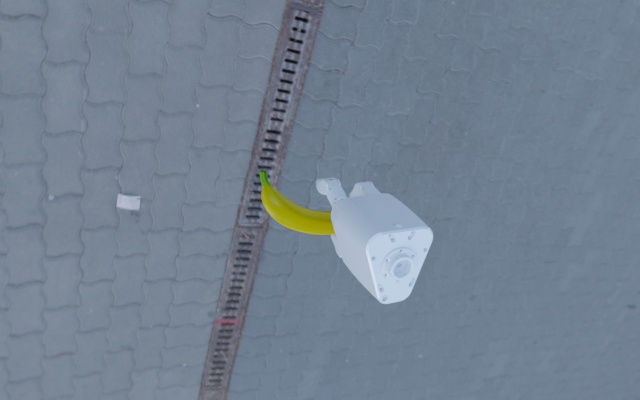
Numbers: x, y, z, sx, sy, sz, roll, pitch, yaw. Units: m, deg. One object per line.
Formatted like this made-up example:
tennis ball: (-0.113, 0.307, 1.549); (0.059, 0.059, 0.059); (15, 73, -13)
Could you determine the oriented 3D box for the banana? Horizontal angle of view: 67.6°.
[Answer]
banana: (-0.010, 0.018, 0.723); (0.198, 0.069, 0.037); (19, 11, -26)
